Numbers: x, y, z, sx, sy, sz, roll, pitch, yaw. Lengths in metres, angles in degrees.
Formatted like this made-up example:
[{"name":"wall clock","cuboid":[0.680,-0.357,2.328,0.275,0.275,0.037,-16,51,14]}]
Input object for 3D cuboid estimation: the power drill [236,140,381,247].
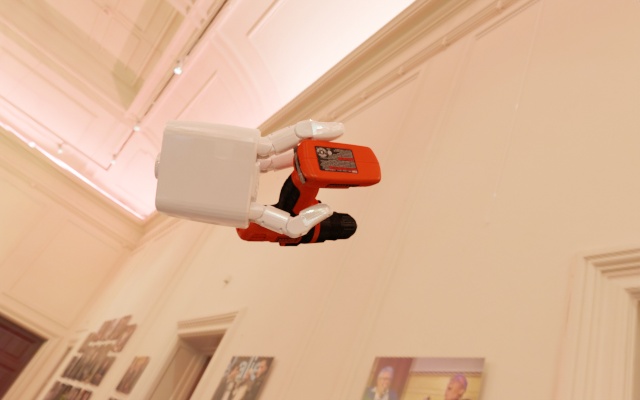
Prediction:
[{"name":"power drill","cuboid":[0.000,0.002,0.624,0.184,0.057,0.188,1,-32,-29]}]
